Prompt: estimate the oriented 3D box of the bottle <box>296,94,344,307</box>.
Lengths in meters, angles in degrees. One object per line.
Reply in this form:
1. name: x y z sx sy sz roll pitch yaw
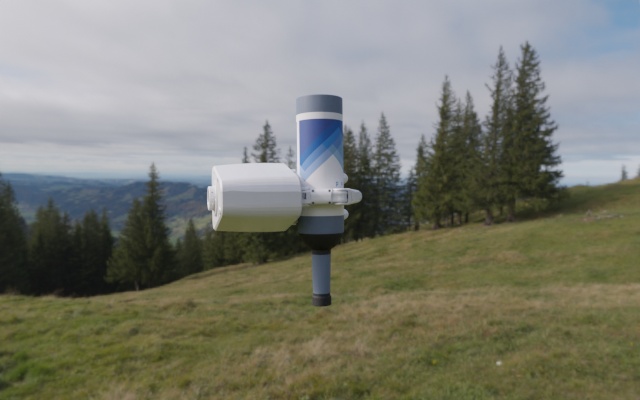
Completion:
1. bottle: 0.000 0.002 0.683 0.069 0.295 0.069 -1 1 0
